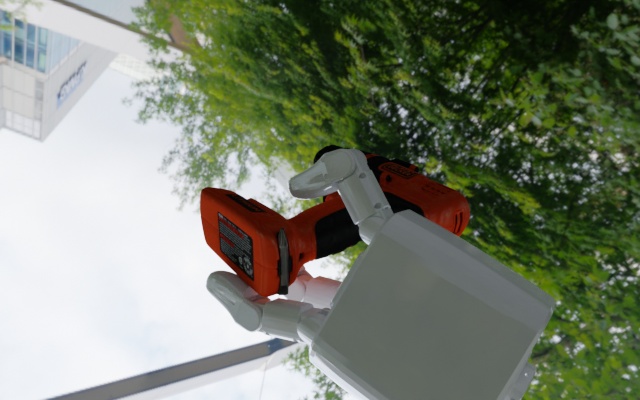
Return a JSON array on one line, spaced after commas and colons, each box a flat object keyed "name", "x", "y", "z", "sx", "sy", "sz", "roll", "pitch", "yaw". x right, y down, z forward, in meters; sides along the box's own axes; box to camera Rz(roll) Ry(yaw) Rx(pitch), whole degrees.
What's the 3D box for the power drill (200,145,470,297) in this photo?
[{"name": "power drill", "x": 0.000, "y": 0.002, "z": 0.402, "sx": 0.187, "sy": 0.057, "sz": 0.184, "roll": -17, "pitch": 28, "yaw": -32}]
